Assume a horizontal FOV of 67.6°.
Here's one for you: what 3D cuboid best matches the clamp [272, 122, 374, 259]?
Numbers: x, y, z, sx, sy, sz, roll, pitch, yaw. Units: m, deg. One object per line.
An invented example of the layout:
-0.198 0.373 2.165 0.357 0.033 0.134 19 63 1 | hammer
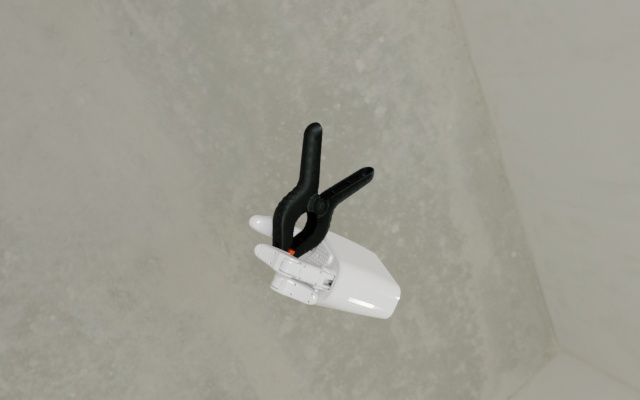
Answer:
0.000 0.002 0.598 0.120 0.171 0.039 24 1 -30 | clamp
